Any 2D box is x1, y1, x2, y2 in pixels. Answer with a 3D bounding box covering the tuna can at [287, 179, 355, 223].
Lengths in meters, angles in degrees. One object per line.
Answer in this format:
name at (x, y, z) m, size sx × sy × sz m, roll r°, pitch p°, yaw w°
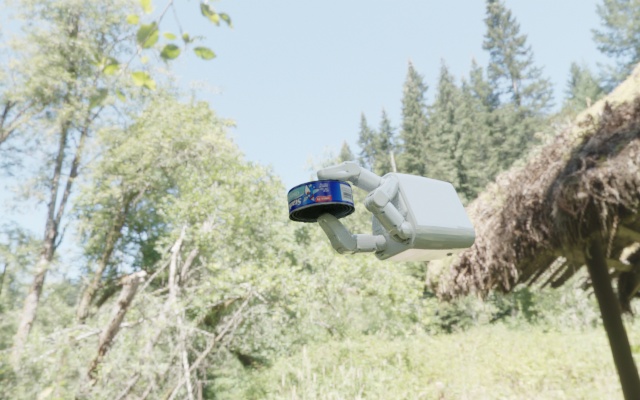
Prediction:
tuna can at (0.000, 0.001, 0.615) m, size 0.086 × 0.033 × 0.086 m, roll -7°, pitch -17°, yaw -2°
